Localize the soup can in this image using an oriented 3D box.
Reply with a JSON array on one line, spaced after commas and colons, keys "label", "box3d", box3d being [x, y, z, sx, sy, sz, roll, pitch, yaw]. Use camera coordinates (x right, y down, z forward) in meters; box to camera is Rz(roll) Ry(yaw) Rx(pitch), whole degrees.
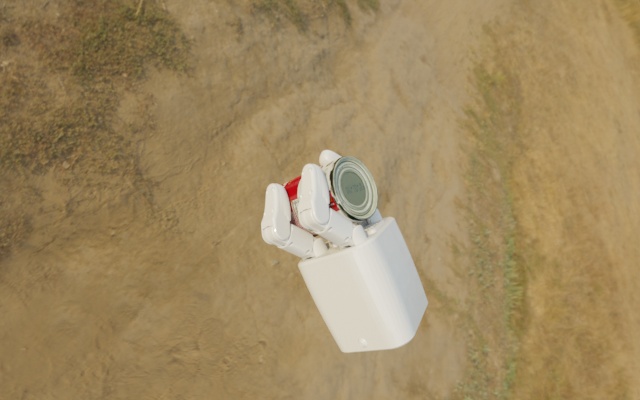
[{"label": "soup can", "box3d": [0.000, 0.001, 0.495, 0.068, 0.068, 0.102, 0, -16, -45]}]
